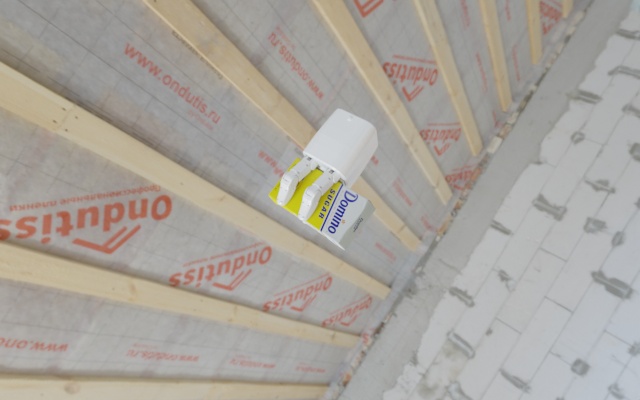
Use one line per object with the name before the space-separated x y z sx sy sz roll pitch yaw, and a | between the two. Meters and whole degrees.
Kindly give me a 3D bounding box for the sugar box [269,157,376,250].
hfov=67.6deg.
sugar box | 0.000 0.002 0.850 0.176 0.093 0.048 31 -9 33
